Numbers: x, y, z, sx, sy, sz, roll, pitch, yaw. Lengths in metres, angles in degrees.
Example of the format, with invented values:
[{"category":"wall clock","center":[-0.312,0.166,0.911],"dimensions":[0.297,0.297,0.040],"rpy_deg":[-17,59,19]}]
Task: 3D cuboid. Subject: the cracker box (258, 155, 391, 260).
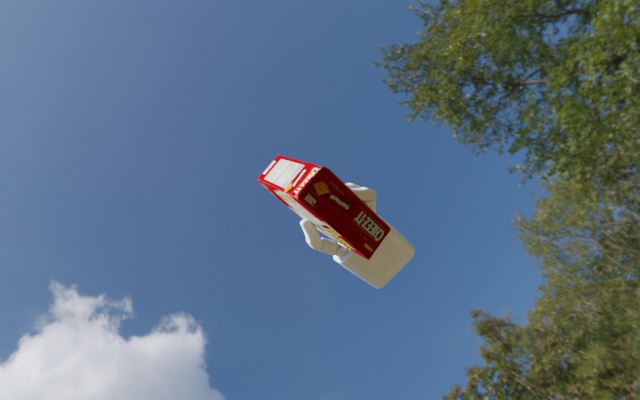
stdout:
[{"category":"cracker box","center":[0.000,0.003,0.816],"dimensions":[0.164,0.072,0.213],"rpy_deg":[41,-8,-24]}]
